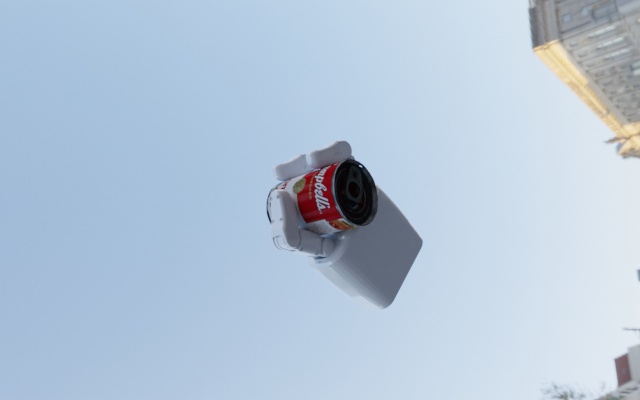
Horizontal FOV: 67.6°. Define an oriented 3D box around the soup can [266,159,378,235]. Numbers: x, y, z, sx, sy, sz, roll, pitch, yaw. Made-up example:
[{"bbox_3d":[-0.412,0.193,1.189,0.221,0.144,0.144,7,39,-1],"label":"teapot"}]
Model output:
[{"bbox_3d":[0.000,0.001,0.504,0.102,0.068,0.068,-15,-10,42],"label":"soup can"}]
